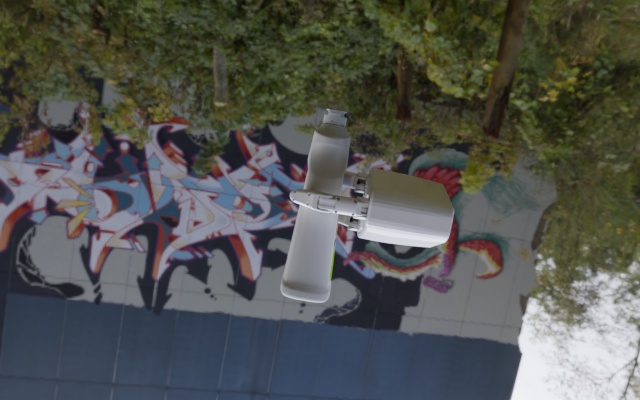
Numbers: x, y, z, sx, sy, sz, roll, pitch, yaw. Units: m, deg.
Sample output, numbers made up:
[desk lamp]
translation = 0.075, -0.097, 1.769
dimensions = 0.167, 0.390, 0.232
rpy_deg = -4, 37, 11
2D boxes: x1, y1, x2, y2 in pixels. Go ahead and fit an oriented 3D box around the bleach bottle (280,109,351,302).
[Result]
[bleach bottle]
translation = 0.000, 0.002, 0.650
dimensions = 0.068, 0.251, 0.102
rpy_deg = 10, 7, -1
